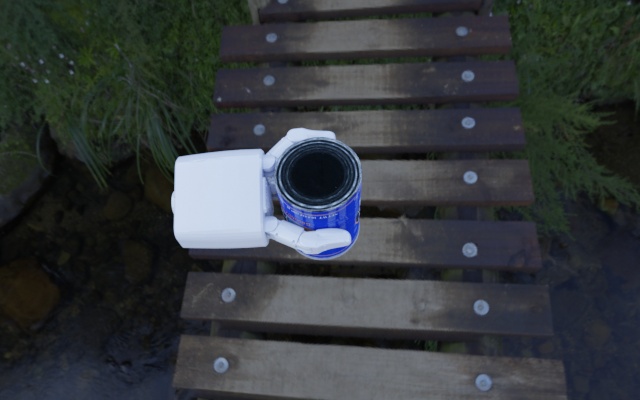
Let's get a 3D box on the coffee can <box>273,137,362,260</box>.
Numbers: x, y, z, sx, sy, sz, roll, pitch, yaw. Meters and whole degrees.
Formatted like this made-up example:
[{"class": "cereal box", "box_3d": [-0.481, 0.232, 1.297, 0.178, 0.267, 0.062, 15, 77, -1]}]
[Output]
[{"class": "coffee can", "box_3d": [0.000, 0.002, 0.608, 0.103, 0.102, 0.140, 0, -29, 3]}]
